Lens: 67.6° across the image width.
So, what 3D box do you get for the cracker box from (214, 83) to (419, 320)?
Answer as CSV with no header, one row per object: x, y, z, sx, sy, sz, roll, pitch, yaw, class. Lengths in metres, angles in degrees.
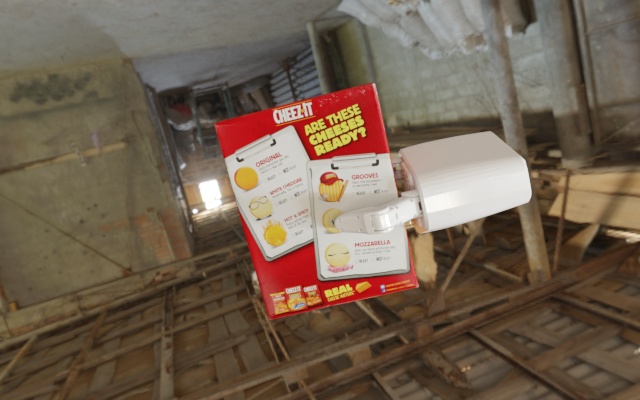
0.000,0.002,0.509,0.164,0.214,0.072,-13,9,4,cracker box
